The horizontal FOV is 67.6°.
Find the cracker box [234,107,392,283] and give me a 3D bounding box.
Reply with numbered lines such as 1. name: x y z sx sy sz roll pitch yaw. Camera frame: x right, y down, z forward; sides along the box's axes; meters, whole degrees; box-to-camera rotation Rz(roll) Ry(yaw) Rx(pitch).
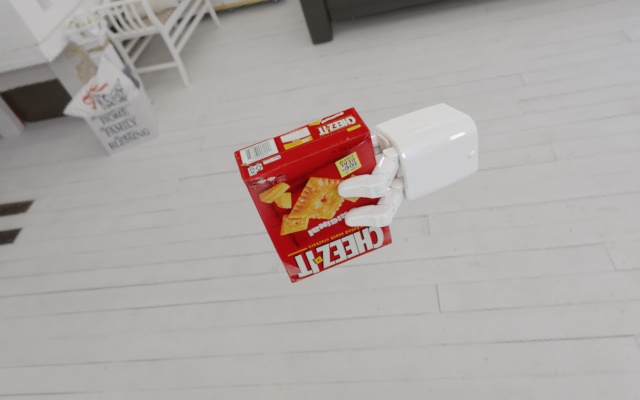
1. cracker box: 0.000 0.002 0.647 0.164 0.214 0.072 -21 43 -3
